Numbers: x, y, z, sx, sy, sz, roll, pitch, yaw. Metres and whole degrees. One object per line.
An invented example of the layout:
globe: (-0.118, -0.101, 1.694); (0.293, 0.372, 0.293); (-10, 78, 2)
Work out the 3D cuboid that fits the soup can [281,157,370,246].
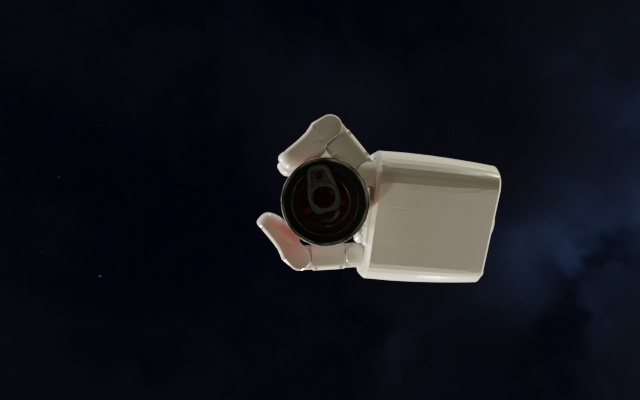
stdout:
soup can: (0.000, 0.001, 0.412); (0.068, 0.068, 0.102); (0, -1, -5)
